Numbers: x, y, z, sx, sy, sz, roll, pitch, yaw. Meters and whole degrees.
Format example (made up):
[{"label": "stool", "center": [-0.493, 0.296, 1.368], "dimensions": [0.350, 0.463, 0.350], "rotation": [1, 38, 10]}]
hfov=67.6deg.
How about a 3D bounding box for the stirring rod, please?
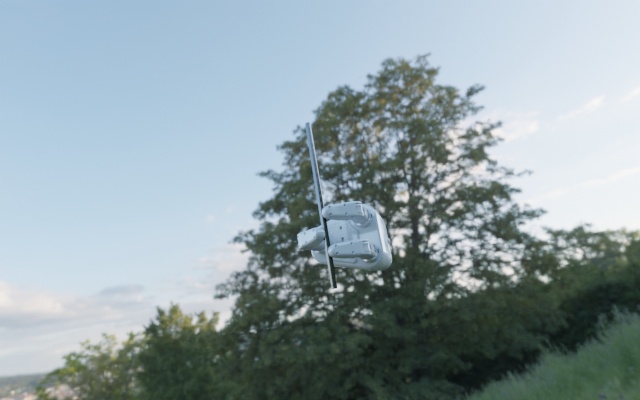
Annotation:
[{"label": "stirring rod", "center": [0.000, 0.002, 0.664], "dimensions": [0.011, 0.239, 0.011], "rotation": [-9, -15, -2]}]
